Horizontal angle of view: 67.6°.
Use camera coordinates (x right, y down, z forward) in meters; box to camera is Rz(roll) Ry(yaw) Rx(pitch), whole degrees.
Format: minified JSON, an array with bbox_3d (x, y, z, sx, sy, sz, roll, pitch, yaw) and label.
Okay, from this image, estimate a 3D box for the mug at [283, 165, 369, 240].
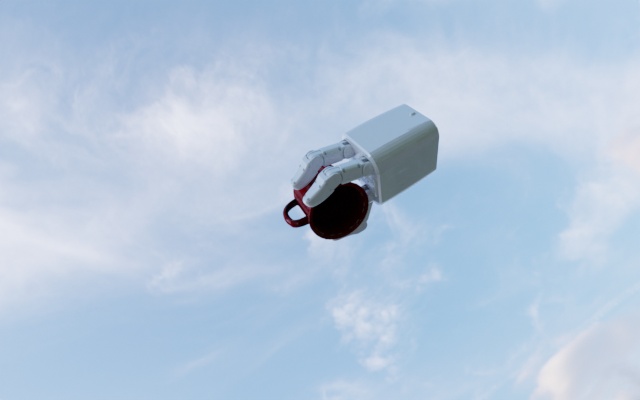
[{"bbox_3d":[-0.001,0.003,0.695,0.117,0.093,0.081,-28,38,-10],"label":"mug"}]
